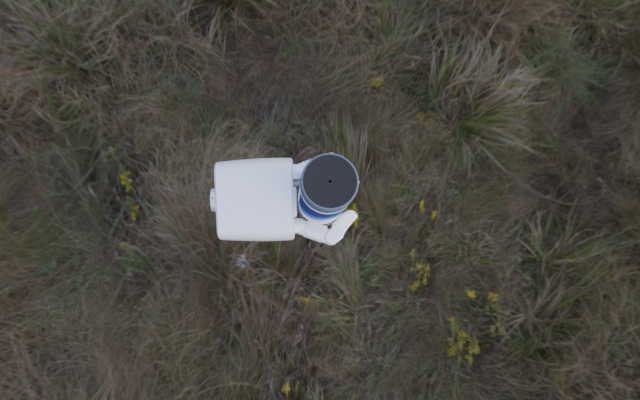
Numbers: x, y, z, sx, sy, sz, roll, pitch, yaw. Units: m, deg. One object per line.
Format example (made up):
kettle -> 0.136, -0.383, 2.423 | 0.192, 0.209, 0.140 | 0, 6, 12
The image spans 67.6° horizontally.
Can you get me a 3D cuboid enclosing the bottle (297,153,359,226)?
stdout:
bottle -> 0.000, 0.002, 0.684 | 0.069, 0.069, 0.296 | 0, -9, -4
